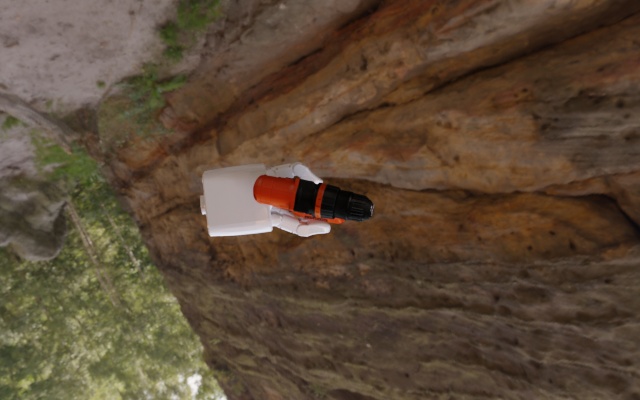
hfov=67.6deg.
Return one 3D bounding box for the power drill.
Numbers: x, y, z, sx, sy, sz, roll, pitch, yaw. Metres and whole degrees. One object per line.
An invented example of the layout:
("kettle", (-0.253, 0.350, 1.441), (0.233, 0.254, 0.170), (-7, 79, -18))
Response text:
("power drill", (0.000, 0.003, 0.779), (0.184, 0.057, 0.188), (13, -4, 10))
